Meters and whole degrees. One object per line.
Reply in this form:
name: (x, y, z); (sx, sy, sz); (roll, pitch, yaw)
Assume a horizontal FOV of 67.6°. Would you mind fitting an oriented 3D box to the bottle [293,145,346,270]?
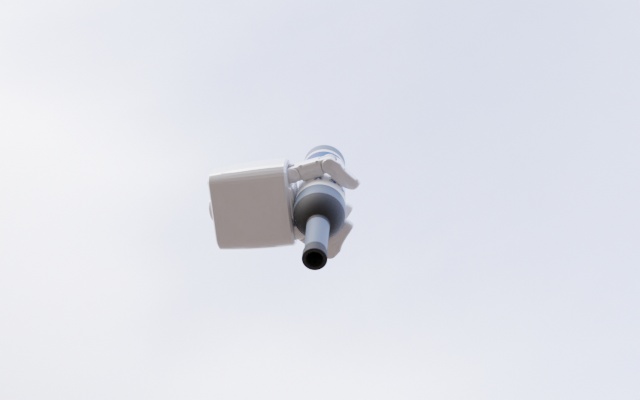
bottle: (0.000, 0.002, 0.635); (0.069, 0.069, 0.295); (0, 24, 3)
